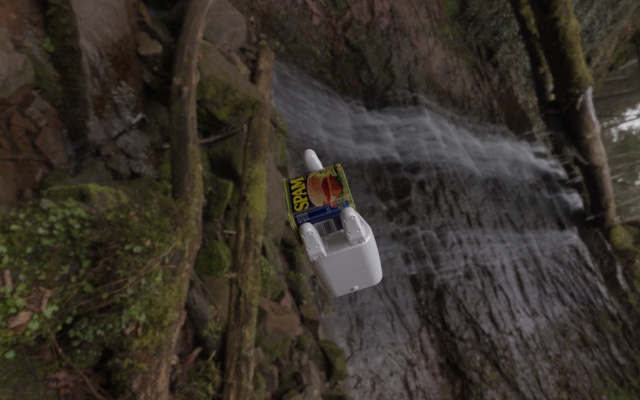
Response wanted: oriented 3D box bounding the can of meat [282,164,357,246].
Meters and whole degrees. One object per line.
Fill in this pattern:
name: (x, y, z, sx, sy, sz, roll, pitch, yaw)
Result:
can of meat: (0.000, 0.002, 0.639, 0.084, 0.057, 0.102, -18, 39, 4)
